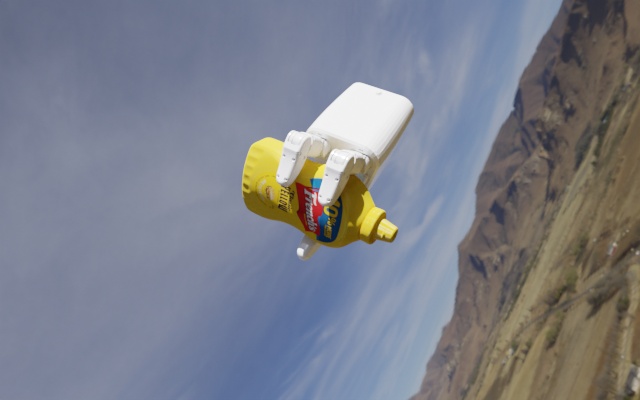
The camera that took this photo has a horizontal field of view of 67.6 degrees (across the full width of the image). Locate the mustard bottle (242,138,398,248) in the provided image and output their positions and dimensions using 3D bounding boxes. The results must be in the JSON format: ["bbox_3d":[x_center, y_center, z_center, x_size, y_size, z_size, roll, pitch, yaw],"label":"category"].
[{"bbox_3d":[0.000,0.002,0.553,0.191,0.096,0.058,24,32,22],"label":"mustard bottle"}]
